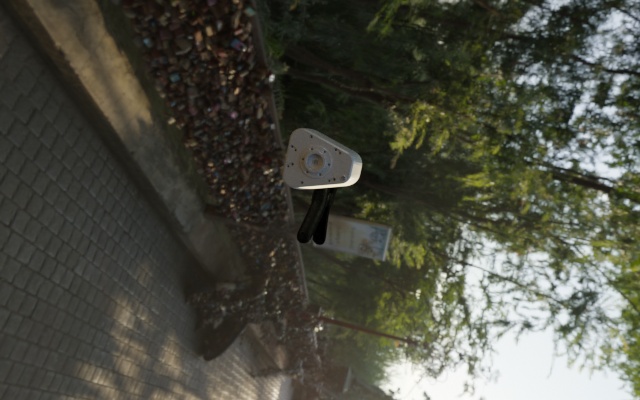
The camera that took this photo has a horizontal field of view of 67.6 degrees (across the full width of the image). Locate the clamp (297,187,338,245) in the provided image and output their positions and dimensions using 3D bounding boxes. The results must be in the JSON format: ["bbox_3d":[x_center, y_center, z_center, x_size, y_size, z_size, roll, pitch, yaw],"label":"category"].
[{"bbox_3d":[0.001,0.003,0.850,0.039,0.171,0.120,12,6,10],"label":"clamp"}]
